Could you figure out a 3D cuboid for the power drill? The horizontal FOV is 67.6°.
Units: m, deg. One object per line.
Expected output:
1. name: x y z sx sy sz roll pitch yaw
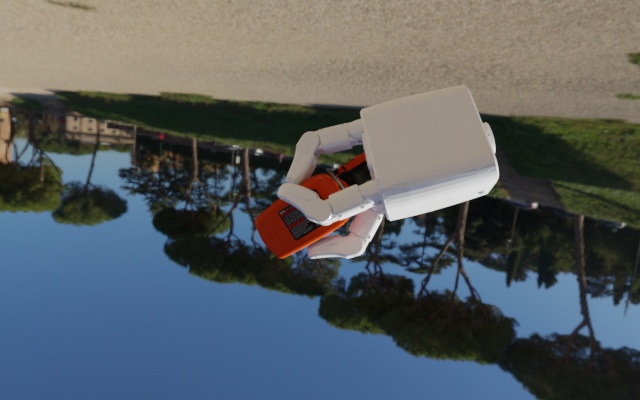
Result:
1. power drill: 0.000 0.002 0.565 0.184 0.057 0.187 -35 1 26
